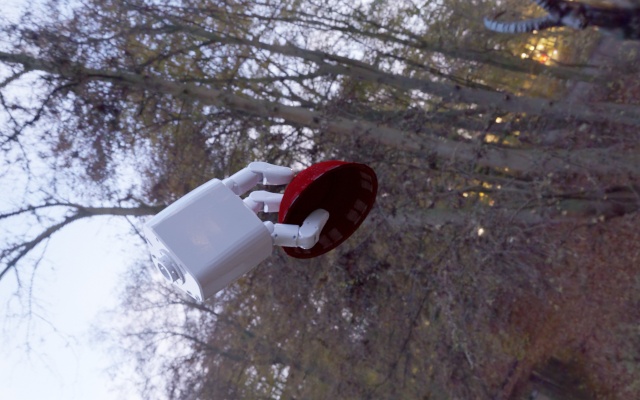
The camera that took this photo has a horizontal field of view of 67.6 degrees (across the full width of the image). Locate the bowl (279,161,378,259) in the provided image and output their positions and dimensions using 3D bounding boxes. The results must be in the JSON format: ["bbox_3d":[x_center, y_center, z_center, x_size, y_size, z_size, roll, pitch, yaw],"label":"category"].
[{"bbox_3d":[0.001,0.002,0.654,0.162,0.162,0.055,0,36,-45],"label":"bowl"}]
